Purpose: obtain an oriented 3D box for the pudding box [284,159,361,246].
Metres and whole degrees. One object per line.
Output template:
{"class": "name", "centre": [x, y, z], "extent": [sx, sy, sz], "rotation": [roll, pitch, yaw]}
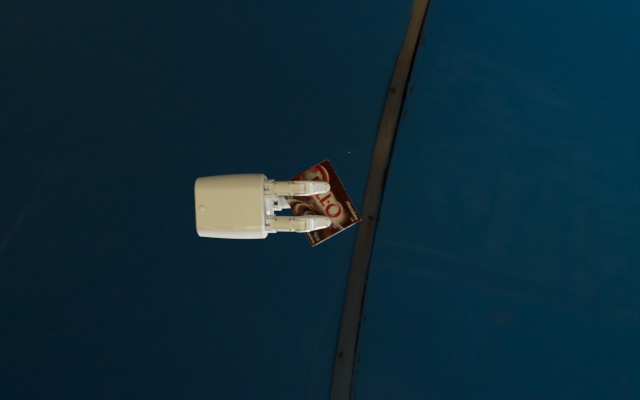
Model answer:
{"class": "pudding box", "centre": [0.000, 0.003, 0.766], "extent": [0.090, 0.113, 0.039], "rotation": [-29, 4, 5]}
